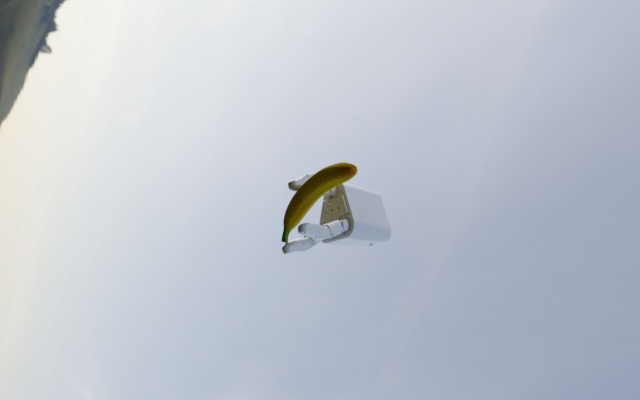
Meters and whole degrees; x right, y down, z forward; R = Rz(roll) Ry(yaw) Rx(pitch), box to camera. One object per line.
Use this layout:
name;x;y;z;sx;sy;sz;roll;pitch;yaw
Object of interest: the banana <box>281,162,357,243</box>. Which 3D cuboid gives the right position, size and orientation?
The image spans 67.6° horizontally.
banana;-0.007;-0.010;0.796;0.037;0.069;0.198;14;-47;-37
